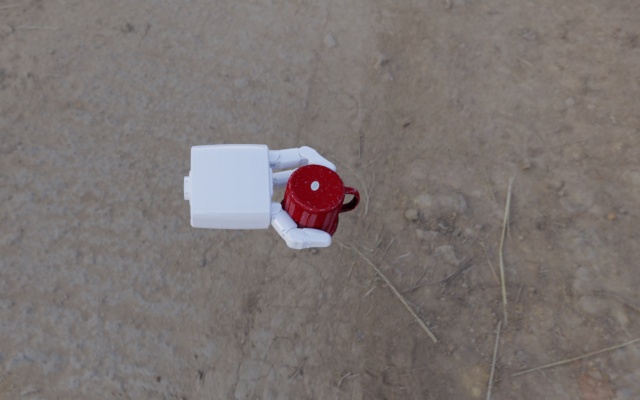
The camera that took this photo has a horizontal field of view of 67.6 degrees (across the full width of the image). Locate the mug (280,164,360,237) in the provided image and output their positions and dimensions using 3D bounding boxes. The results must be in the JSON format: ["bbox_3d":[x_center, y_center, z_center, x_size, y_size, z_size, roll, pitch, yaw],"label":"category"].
[{"bbox_3d":[0.002,0.002,0.679,0.117,0.093,0.081,-3,-32,-13],"label":"mug"}]
